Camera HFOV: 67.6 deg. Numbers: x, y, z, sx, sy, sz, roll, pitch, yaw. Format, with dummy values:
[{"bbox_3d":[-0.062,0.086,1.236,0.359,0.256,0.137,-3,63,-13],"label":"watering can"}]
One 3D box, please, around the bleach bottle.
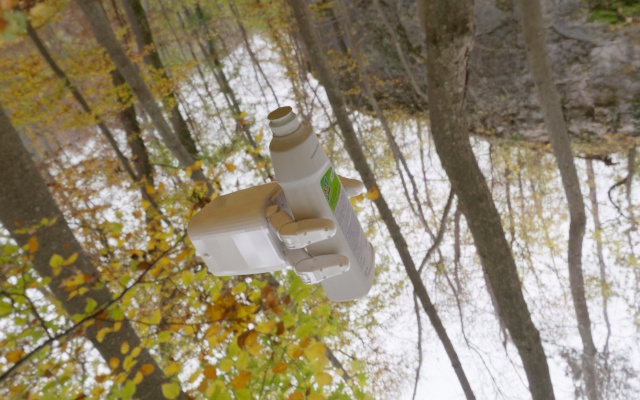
[{"bbox_3d":[0.000,0.002,0.563,0.068,0.251,0.102,-12,35,17],"label":"bleach bottle"}]
